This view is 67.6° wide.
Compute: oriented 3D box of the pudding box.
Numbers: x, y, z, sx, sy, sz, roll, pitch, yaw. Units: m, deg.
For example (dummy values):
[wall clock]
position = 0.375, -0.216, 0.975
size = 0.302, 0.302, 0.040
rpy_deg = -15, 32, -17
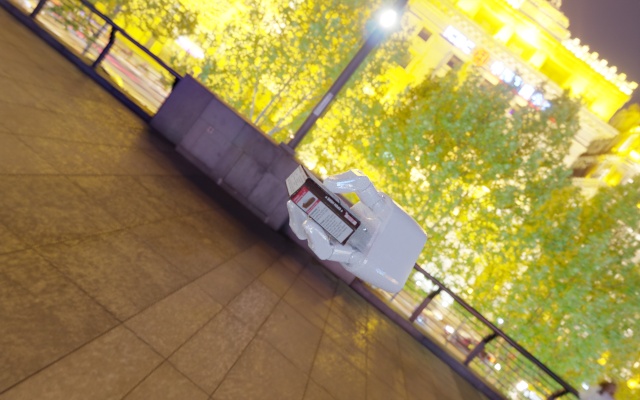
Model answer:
[pudding box]
position = 0.000, 0.002, 0.605
size = 0.090, 0.039, 0.113
rpy_deg = 41, 3, -13
